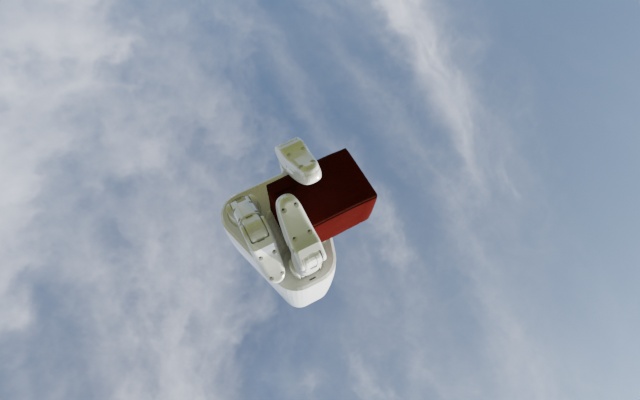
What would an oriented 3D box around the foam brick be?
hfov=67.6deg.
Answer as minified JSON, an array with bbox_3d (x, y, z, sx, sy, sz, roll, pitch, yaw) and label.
[{"bbox_3d":[0.000,0.001,0.408,0.078,0.053,0.051,-25,-21,-11],"label":"foam brick"}]
